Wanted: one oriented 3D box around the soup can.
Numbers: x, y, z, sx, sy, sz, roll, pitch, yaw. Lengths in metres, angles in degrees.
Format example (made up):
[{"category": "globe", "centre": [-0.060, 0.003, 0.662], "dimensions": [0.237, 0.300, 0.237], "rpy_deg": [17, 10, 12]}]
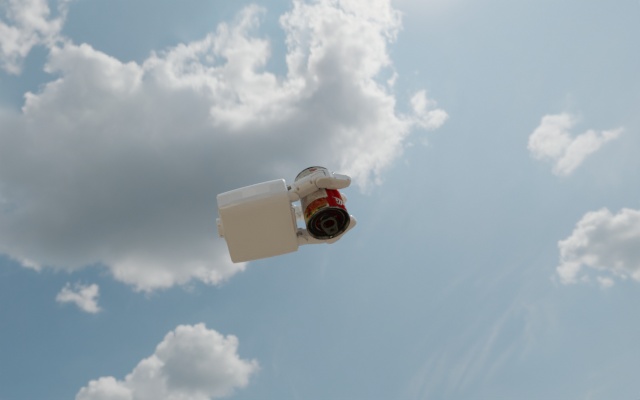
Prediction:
[{"category": "soup can", "centre": [0.001, 0.002, 0.751], "dimensions": [0.068, 0.068, 0.102], "rpy_deg": [0, 41, -19]}]
